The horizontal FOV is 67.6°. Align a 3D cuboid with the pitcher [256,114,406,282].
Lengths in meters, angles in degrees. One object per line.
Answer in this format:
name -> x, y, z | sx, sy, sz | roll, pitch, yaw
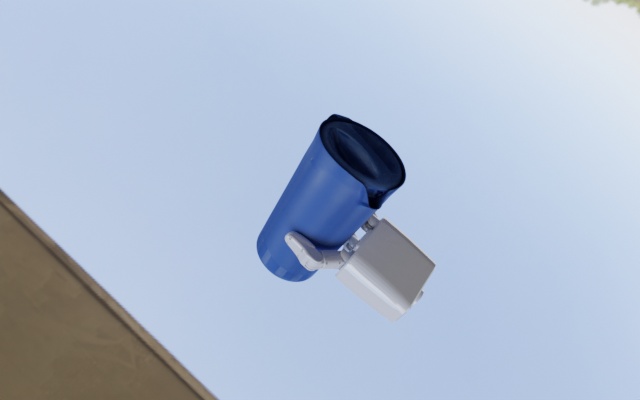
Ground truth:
pitcher -> 0.000, 0.002, 0.695 | 0.145, 0.243, 0.149 | 40, 36, 4
